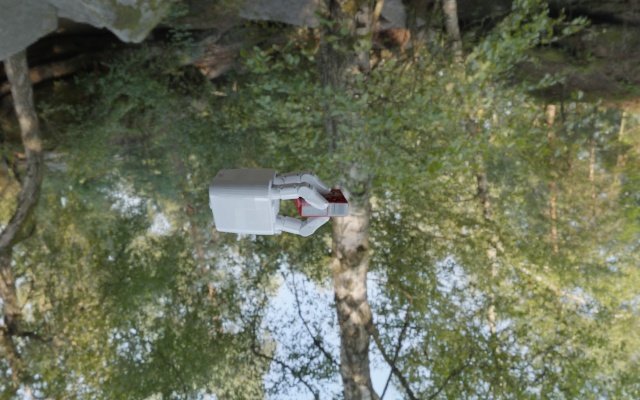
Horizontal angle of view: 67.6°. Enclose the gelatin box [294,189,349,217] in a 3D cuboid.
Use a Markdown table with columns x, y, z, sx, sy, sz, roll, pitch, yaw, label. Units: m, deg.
| x | y | z | sx | sy | sz | roll | pitch | yaw | label |
| --- | --- | --- | --- | --- | --- | --- | --- | --- | --- |
| 0.000 | 0.003 | 0.866 | 0.089 | 0.030 | 0.073 | 0 | 21 | -11 | gelatin box |
